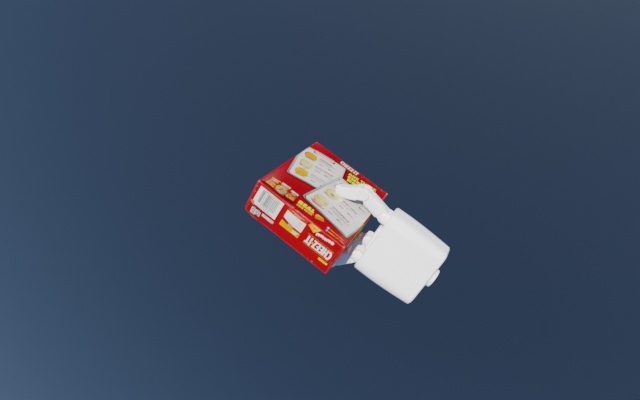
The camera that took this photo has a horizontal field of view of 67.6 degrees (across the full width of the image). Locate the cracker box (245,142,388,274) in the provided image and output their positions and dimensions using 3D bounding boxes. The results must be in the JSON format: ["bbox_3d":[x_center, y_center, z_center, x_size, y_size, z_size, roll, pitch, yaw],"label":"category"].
[{"bbox_3d":[0.000,0.003,0.795,0.164,0.072,0.213,37,32,6],"label":"cracker box"}]
